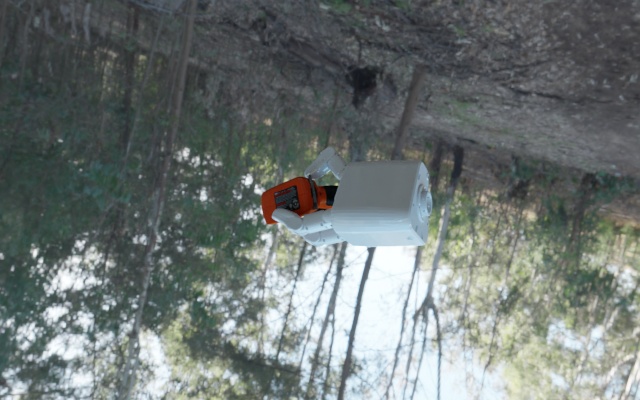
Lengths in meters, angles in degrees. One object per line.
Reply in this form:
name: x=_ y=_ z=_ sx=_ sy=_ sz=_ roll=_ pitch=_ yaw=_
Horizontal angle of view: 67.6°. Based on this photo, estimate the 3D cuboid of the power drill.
power drill: x=0.000 y=0.003 z=0.765 sx=0.187 sy=0.057 sz=0.184 roll=-4 pitch=-13 yaw=-45
